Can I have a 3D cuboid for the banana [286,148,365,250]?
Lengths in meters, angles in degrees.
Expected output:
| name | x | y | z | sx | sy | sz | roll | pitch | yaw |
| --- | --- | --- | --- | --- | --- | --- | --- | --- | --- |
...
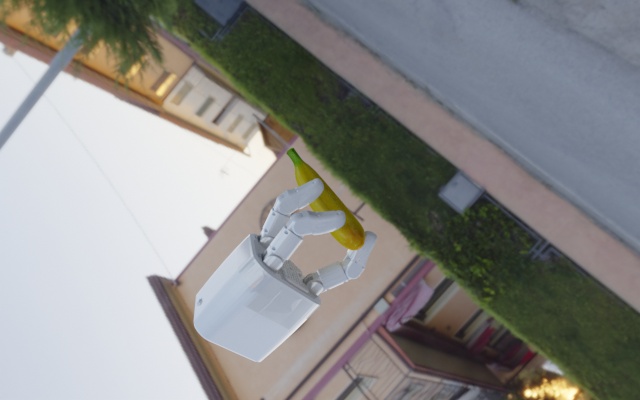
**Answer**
| name | x | y | z | sx | sy | sz | roll | pitch | yaw |
| --- | --- | --- | --- | --- | --- | --- | --- | --- | --- |
| banana | 0.008 | 0.009 | 0.594 | 0.070 | 0.037 | 0.197 | 42 | 7 | -45 |
